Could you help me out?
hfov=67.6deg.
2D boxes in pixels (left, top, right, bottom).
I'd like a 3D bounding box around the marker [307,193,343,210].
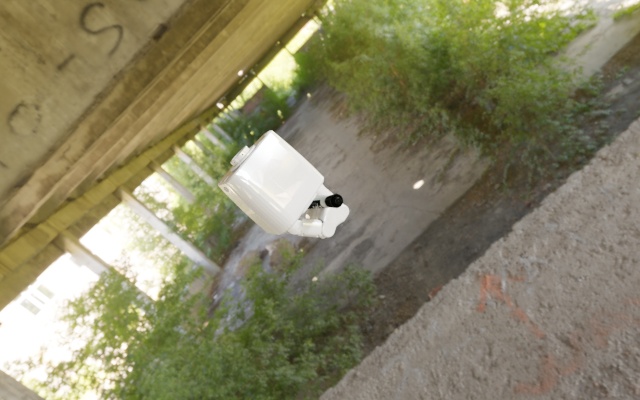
[{"bbox_3d":[0.000,0.002,0.668,0.020,0.020,0.121,0,-2,-22],"label":"marker"}]
